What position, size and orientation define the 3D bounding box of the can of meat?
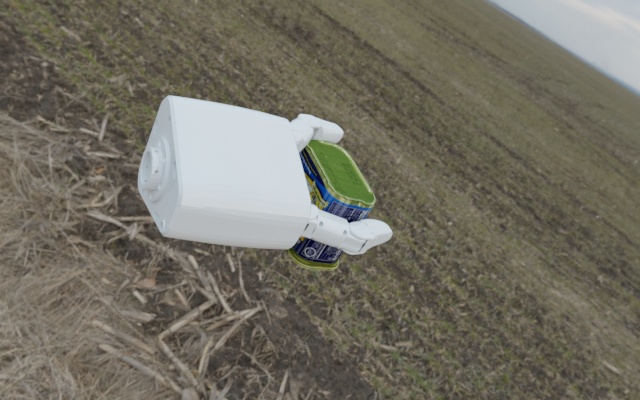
[{"bbox_3d":[0.000,0.001,0.461,0.057,0.084,0.102,10,35,-32],"label":"can of meat"}]
